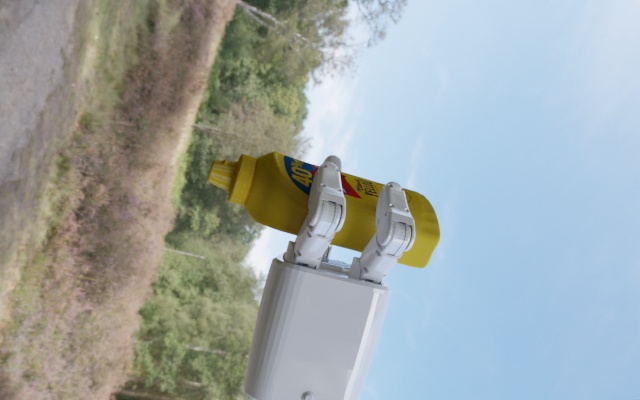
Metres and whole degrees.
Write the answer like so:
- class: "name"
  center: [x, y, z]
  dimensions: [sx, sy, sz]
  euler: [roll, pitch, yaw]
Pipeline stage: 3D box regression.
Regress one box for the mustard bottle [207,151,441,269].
- class: "mustard bottle"
  center: [0.000, 0.001, 0.408]
  dimensions: [0.191, 0.058, 0.096]
  euler: [15, 24, -14]
